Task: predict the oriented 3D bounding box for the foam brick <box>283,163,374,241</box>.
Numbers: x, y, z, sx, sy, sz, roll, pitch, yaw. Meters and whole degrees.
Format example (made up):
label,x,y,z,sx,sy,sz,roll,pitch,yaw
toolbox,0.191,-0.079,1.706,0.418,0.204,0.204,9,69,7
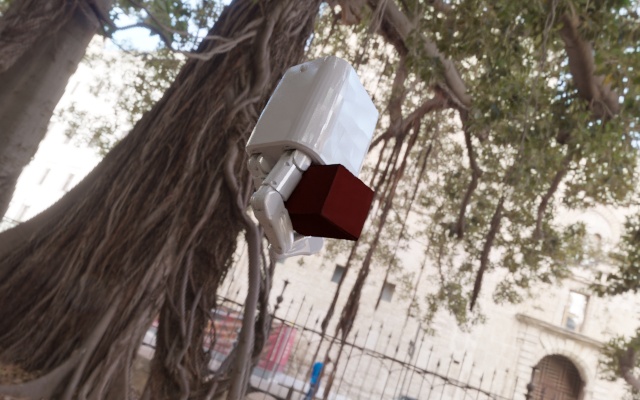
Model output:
label,x,y,z,sx,sy,sz,roll,pitch,yaw
foam brick,0.000,0.002,0.440,0.078,0.051,0.053,1,-29,48
